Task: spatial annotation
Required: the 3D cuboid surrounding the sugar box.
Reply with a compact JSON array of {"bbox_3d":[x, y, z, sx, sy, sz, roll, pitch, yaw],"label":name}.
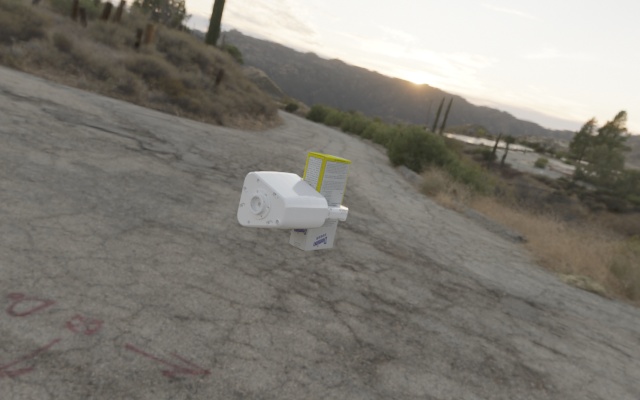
[{"bbox_3d":[0.000,0.003,0.892,0.048,0.176,0.093,21,11,35],"label":"sugar box"}]
